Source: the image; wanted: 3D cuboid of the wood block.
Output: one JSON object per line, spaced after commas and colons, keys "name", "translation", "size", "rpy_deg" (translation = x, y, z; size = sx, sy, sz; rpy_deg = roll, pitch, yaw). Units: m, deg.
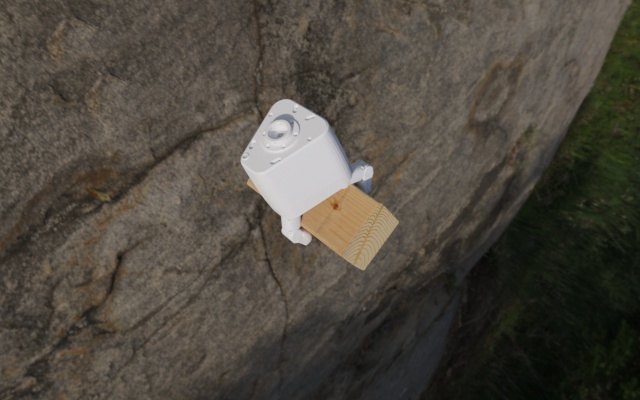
{"name": "wood block", "translation": [0.000, 0.003, 0.714], "size": [0.206, 0.091, 0.090], "rpy_deg": [36, -2, 33]}
